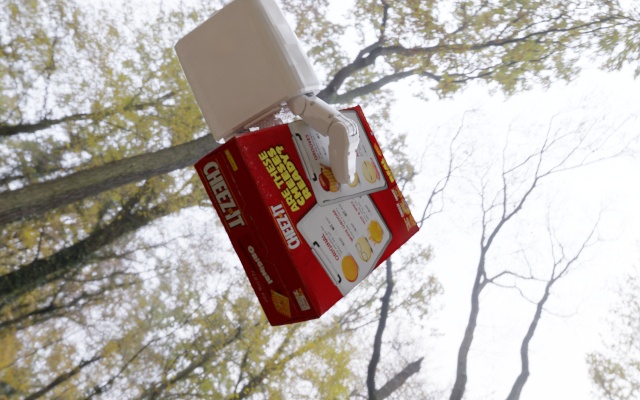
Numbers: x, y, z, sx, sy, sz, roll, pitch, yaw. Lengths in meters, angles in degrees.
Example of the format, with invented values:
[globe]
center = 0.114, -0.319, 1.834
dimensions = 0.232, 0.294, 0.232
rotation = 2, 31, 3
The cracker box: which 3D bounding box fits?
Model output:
[cracker box]
center = 0.000, 0.001, 0.483
dimensions = 0.072, 0.164, 0.213
rotation = -24, 2, 38
